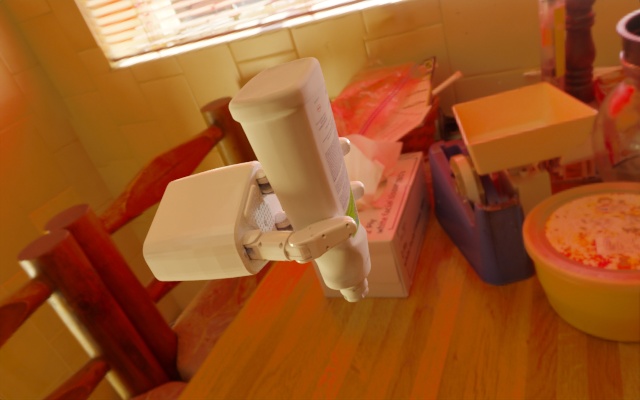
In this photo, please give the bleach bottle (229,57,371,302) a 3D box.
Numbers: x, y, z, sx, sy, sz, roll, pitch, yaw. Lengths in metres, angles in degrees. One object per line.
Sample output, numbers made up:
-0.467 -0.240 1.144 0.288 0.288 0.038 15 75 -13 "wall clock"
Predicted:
0.000 0.001 0.455 0.068 0.251 0.102 -9 30 19 "bleach bottle"
